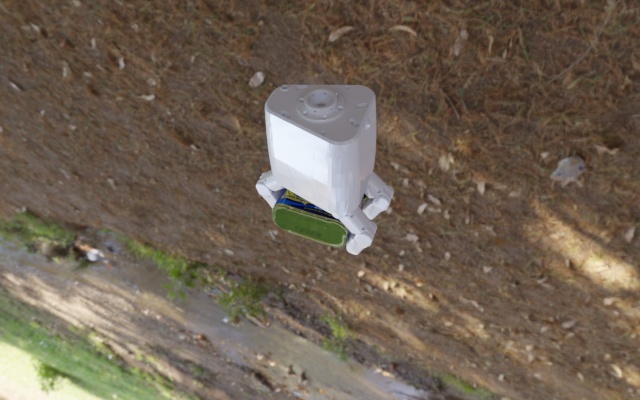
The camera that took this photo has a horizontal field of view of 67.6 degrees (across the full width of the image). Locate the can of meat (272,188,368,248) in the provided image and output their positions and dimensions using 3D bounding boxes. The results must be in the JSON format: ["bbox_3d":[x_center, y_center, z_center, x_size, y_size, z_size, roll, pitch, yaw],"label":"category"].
[{"bbox_3d":[0.000,0.002,0.594,0.102,0.084,0.057,16,-37,12],"label":"can of meat"}]
